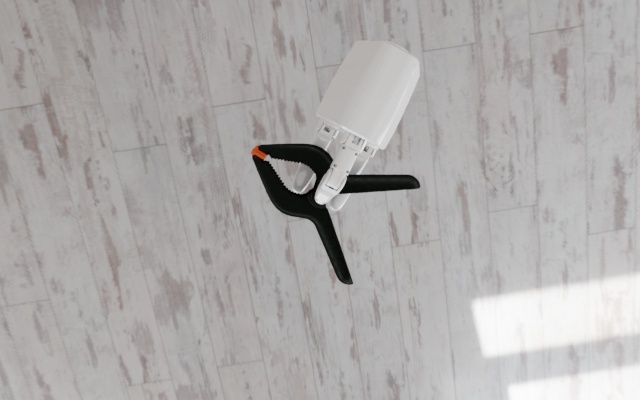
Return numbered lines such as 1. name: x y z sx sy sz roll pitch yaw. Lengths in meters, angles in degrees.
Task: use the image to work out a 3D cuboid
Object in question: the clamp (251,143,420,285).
1. clamp: 0.000 0.002 0.602 0.210 0.164 0.036 26 6 -8
